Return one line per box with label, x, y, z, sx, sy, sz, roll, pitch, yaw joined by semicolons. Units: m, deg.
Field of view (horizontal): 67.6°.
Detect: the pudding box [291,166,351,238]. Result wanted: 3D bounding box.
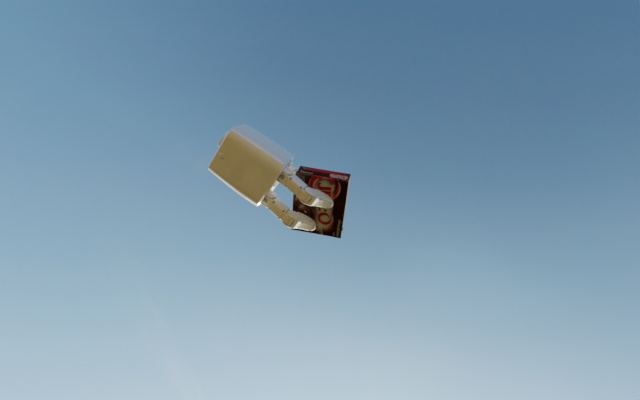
pudding box;0.000;0.003;0.818;0.090;0.114;0.039;10;29;8
